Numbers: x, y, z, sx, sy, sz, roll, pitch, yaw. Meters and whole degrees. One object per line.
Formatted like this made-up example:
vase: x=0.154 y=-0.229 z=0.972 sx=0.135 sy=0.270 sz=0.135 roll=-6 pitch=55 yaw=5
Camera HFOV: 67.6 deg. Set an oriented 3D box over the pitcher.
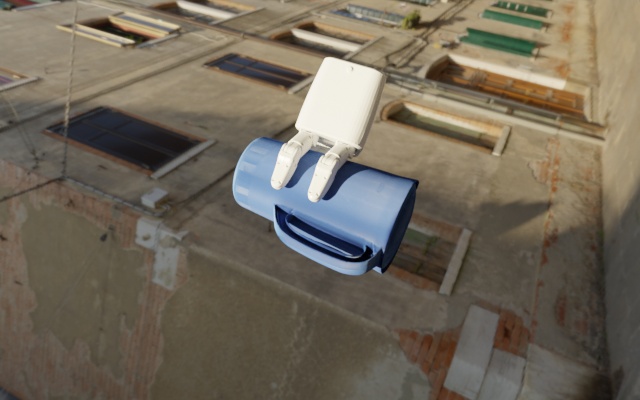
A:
pitcher: x=0.000 y=0.002 z=0.657 sx=0.243 sy=0.145 sz=0.149 roll=21 pitch=-1 yaw=17
